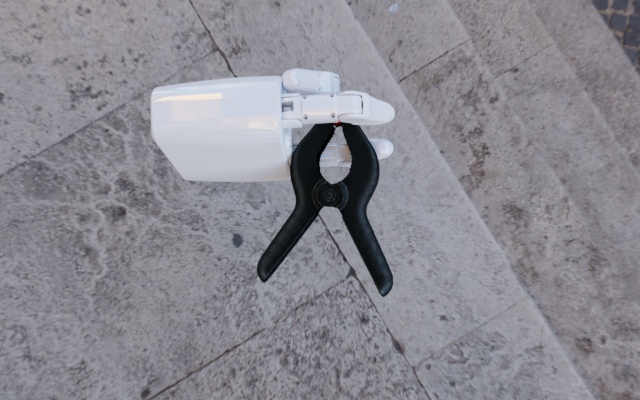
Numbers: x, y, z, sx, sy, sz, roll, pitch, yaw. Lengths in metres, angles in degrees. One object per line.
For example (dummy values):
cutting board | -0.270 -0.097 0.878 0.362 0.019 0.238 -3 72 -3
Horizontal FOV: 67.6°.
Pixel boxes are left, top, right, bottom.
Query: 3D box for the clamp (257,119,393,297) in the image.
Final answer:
clamp | 0.000 0.001 0.423 0.120 0.171 0.039 -3 -3 1
